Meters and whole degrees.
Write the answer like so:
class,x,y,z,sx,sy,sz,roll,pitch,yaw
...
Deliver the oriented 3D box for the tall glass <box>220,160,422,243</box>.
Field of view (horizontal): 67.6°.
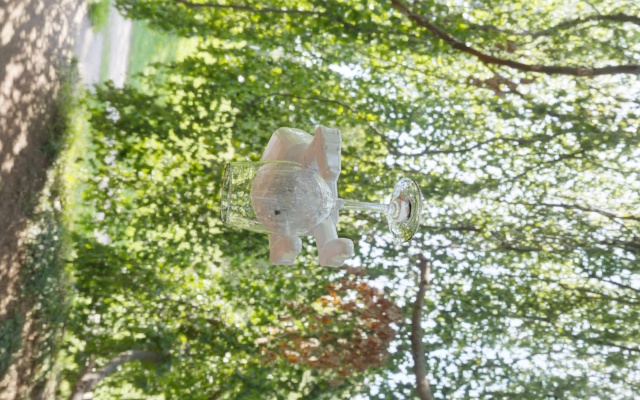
class,x,y,z,sx,sy,sz,roll,pitch,yaw
tall glass,0.001,0.002,0.501,0.201,0.079,0.079,6,-2,-19
